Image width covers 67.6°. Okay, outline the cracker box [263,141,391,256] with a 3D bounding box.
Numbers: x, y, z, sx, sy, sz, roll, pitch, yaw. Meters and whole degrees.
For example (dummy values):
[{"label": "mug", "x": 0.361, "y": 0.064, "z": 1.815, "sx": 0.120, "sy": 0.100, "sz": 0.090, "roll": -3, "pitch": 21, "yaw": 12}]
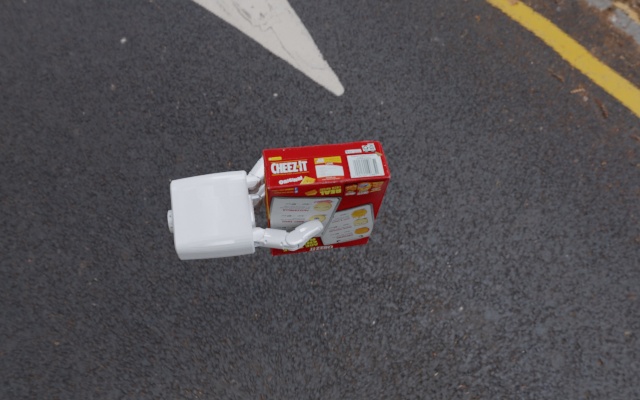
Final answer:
[{"label": "cracker box", "x": 0.000, "y": 0.002, "z": 0.715, "sx": 0.164, "sy": 0.072, "sz": 0.214, "roll": -6, "pitch": -29, "yaw": -8}]
